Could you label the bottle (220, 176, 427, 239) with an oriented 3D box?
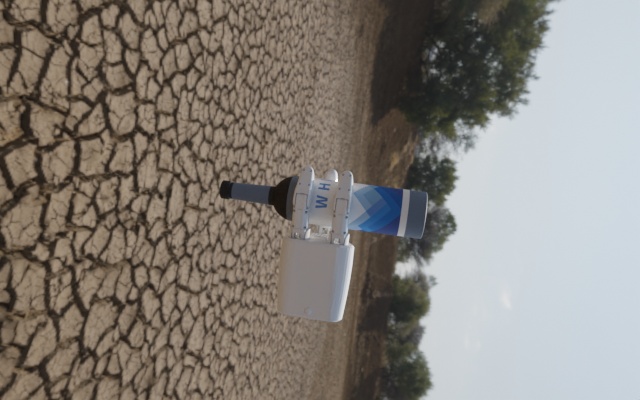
[{"bbox_3d":[0.000,0.002,0.688,0.296,0.069,0.069,7,1,7],"label":"bottle"}]
